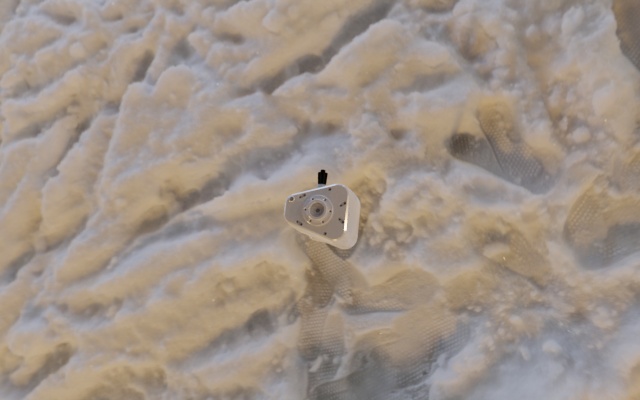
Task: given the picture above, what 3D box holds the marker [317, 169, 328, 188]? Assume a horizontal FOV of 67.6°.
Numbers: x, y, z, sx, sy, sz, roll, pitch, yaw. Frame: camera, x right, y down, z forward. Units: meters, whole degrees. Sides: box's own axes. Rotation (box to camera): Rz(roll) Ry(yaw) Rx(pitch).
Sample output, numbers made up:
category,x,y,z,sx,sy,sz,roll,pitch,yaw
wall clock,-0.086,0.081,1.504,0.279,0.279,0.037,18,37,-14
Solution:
category,x,y,z,sx,sy,sz,roll,pitch,yaw
marker,0.000,0.003,0.872,0.020,0.121,0.020,5,-9,1
